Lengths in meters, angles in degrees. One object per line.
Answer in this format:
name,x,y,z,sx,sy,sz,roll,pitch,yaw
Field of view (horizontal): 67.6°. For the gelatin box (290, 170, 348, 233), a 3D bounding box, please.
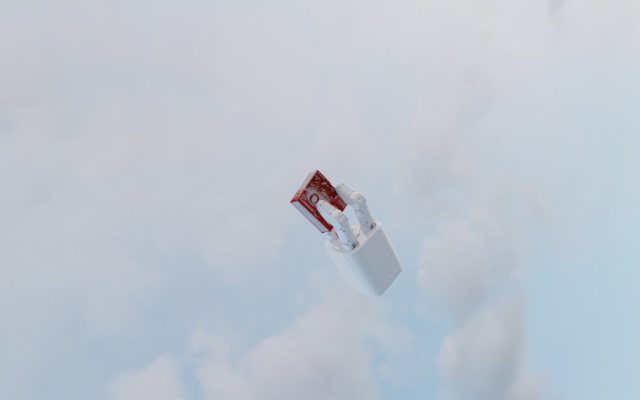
gelatin box,0.000,0.003,0.842,0.089,0.073,0.030,45,-29,-21
